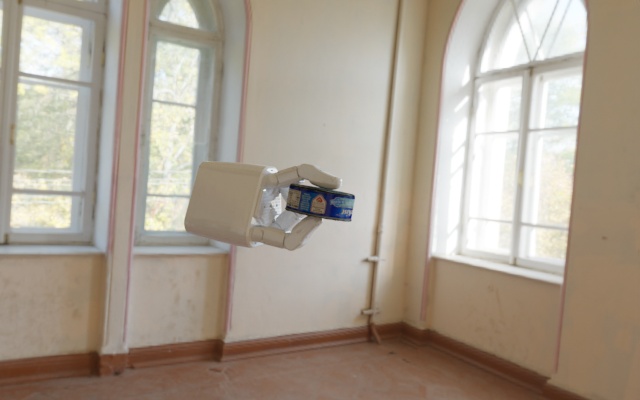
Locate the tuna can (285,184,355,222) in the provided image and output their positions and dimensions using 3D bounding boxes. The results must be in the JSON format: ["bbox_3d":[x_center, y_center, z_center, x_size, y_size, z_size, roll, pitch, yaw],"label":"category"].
[{"bbox_3d":[0.000,0.001,0.601,0.086,0.034,0.086,10,3,-1],"label":"tuna can"}]
